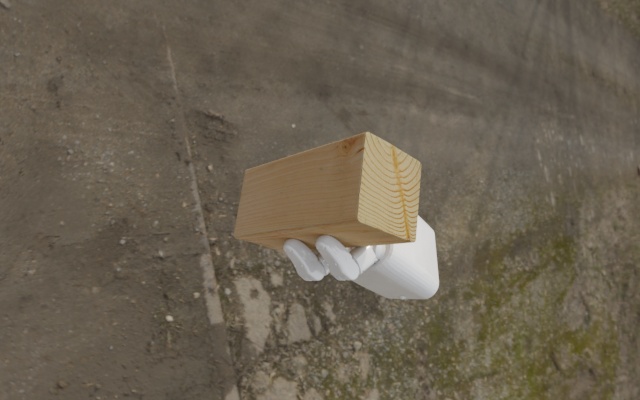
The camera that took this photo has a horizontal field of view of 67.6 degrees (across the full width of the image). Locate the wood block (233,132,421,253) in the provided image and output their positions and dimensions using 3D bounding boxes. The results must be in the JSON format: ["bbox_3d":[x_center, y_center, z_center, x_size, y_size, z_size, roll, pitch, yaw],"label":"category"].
[{"bbox_3d":[0.001,0.002,0.538,0.090,0.090,0.206,22,-22,-38],"label":"wood block"}]
